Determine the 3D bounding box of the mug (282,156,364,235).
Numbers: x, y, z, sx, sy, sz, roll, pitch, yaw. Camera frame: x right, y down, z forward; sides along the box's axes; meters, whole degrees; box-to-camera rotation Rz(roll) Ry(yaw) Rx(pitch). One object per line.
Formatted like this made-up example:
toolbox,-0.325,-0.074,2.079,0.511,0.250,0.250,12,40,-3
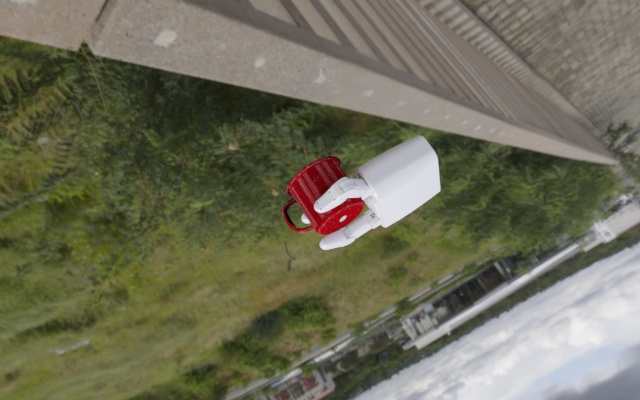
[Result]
mug,-0.001,0.003,0.693,0.117,0.081,0.093,-32,-20,-3
